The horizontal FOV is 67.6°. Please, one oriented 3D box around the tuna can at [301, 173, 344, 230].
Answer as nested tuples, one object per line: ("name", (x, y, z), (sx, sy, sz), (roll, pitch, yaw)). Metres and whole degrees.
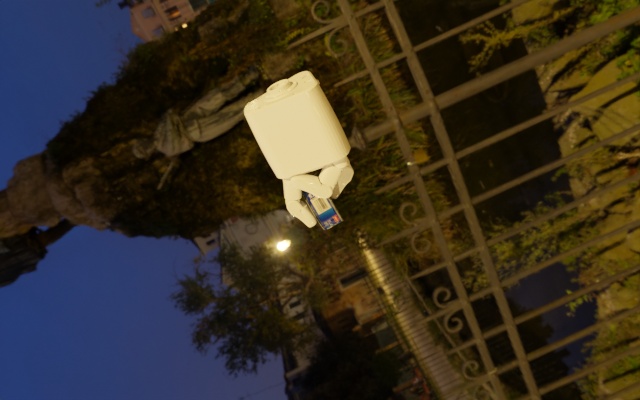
("tuna can", (0.000, 0.003, 0.742), (0.034, 0.086, 0.086), (-30, -1, 2))
